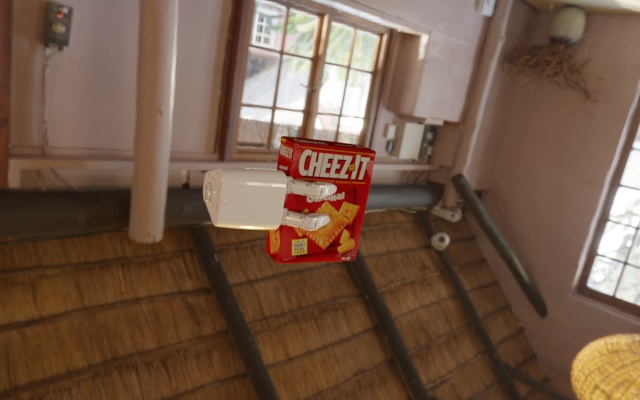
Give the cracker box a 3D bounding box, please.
[{"bbox_3d":[0.000,0.003,0.854,0.164,0.214,0.072,2,16,-28],"label":"cracker box"}]
